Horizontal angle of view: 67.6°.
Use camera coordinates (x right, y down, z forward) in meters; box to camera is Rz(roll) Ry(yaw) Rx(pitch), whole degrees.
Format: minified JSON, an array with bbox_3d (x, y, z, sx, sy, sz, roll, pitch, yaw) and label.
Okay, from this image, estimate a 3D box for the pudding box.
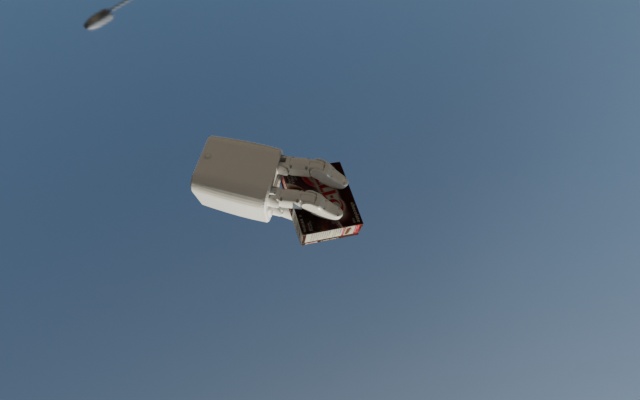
[{"bbox_3d":[0.000,0.002,0.685,0.090,0.113,0.039,-10,-28,-16],"label":"pudding box"}]
